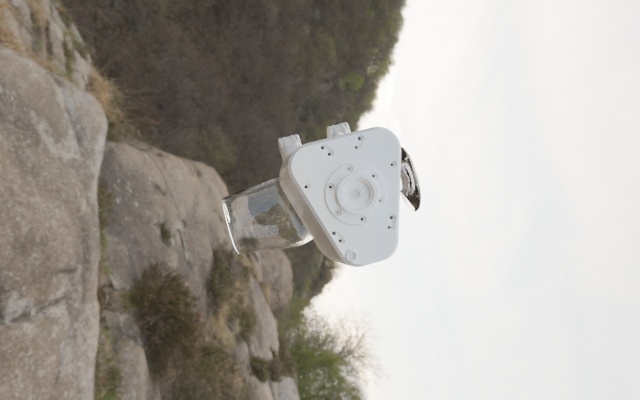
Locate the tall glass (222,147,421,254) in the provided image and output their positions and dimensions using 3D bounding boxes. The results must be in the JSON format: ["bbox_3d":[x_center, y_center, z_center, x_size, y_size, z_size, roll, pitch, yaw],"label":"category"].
[{"bbox_3d":[0.001,0.002,0.514,0.201,0.079,0.079,-15,2,-7],"label":"tall glass"}]
